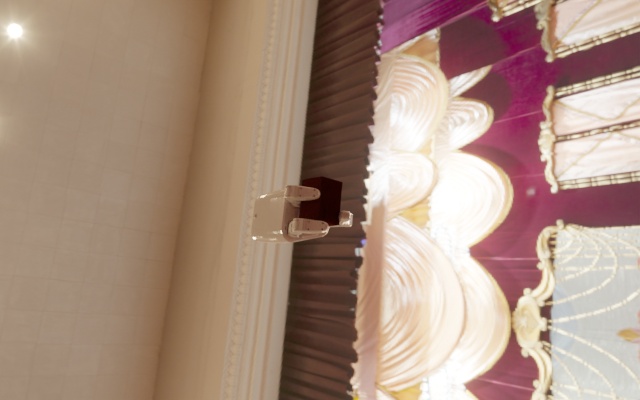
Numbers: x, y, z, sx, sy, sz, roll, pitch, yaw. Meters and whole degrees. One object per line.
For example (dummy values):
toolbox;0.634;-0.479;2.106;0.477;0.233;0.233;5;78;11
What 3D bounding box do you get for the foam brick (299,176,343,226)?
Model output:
foam brick;0.000;0.002;0.827;0.053;0.078;0.051;16;-16;-42
